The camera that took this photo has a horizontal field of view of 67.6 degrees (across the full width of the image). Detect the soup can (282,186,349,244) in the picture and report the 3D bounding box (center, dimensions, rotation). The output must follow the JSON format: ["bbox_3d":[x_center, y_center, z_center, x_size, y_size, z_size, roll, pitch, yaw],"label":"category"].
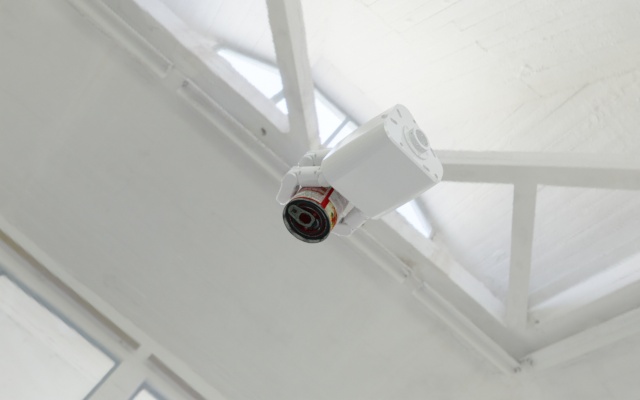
[{"bbox_3d":[0.000,0.002,0.653,0.068,0.068,0.102,0,30,25],"label":"soup can"}]
